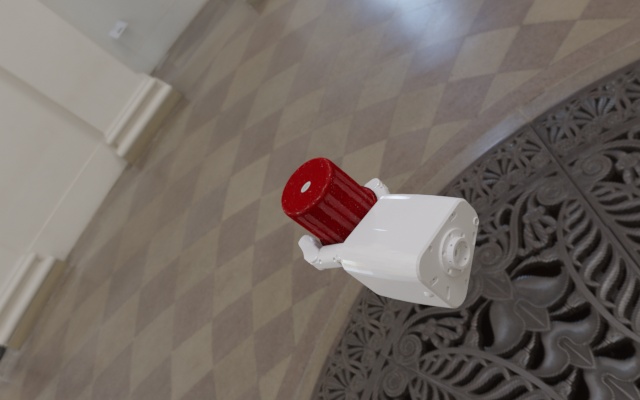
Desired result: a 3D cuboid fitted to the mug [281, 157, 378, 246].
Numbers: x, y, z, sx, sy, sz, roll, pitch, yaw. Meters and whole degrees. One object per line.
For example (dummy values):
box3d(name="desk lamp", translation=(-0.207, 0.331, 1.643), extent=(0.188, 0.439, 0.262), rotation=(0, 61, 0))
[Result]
box3d(name="mug", translation=(-0.001, 0.002, 0.580), extent=(0.081, 0.093, 0.117), rotation=(38, -22, -35))
